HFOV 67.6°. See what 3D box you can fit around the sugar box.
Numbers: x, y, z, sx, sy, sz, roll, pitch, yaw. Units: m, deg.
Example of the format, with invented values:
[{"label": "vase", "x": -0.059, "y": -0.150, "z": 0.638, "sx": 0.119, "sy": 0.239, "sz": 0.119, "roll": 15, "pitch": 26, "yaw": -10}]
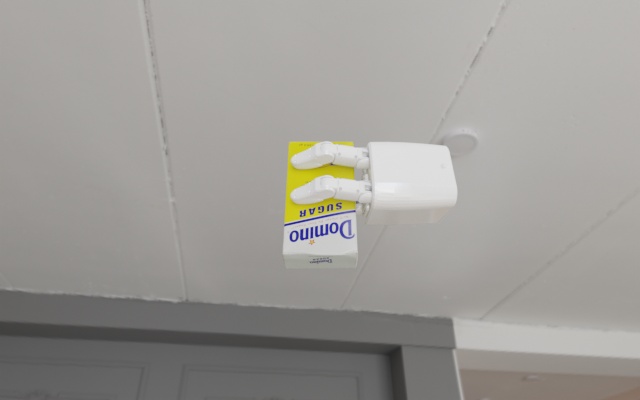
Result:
[{"label": "sugar box", "x": 0.000, "y": 0.002, "z": 0.630, "sx": 0.093, "sy": 0.176, "sz": 0.048, "roll": -1, "pitch": -35, "yaw": 1}]
